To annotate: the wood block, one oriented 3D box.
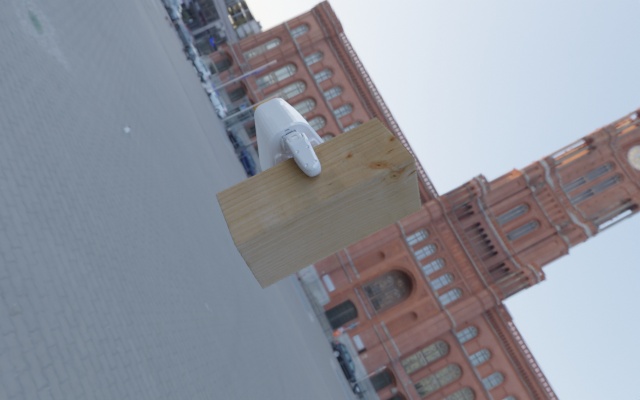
[{"bbox_3d":[0.000,0.001,0.547,0.206,0.091,0.090,-27,47,-5],"label":"wood block"}]
